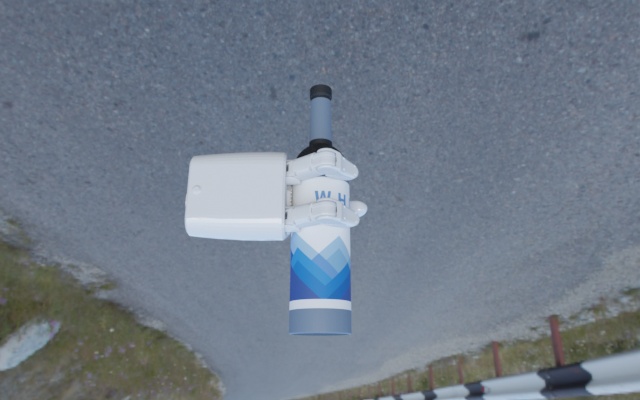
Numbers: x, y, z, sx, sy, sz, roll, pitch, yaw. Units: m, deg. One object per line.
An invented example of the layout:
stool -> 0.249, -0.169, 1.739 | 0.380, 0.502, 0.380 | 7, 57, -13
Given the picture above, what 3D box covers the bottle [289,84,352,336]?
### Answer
bottle -> 0.000, 0.002, 0.550 | 0.069, 0.295, 0.069 | 0, -18, 0
